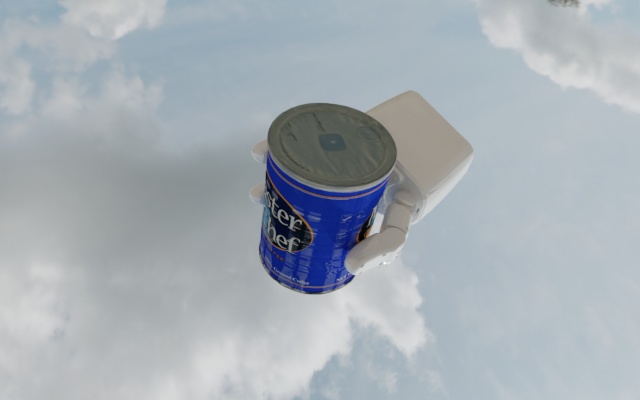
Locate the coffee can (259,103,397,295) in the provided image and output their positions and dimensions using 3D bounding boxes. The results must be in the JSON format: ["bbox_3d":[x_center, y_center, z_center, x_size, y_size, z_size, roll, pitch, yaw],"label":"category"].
[{"bbox_3d":[0.000,0.001,0.421,0.103,0.102,0.140,0,-44,-11],"label":"coffee can"}]
